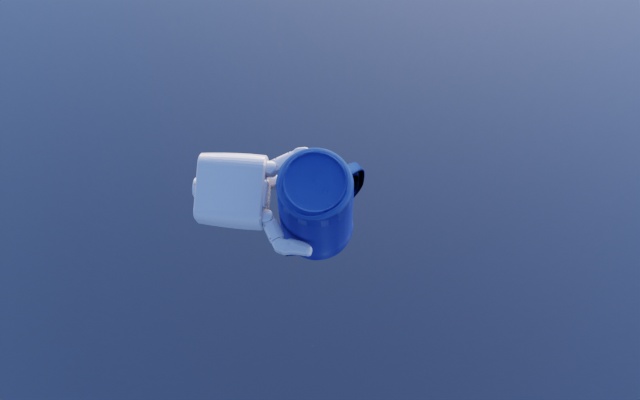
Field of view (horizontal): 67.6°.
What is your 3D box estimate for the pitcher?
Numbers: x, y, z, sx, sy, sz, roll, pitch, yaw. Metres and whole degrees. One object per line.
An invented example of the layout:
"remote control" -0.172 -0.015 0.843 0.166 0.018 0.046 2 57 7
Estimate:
"pitcher" 0.000 0.003 0.763 0.145 0.149 0.243 4 -17 1
